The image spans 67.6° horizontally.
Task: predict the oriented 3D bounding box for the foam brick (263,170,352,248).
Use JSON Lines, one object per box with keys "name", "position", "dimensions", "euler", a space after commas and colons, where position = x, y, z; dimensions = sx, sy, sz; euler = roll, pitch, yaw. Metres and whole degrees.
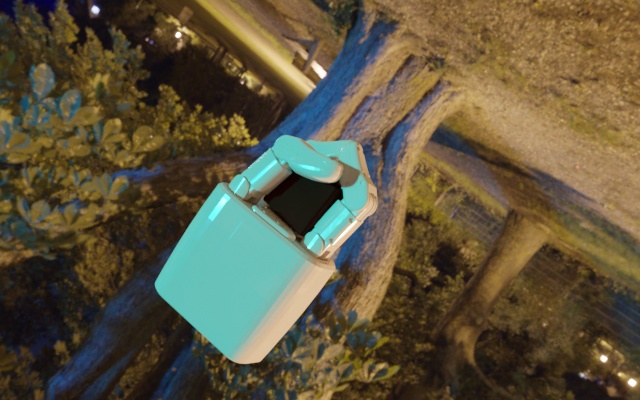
{"name": "foam brick", "position": [0.000, 0.001, 0.416], "dimensions": [0.053, 0.051, 0.078], "euler": [41, 8, 30]}
